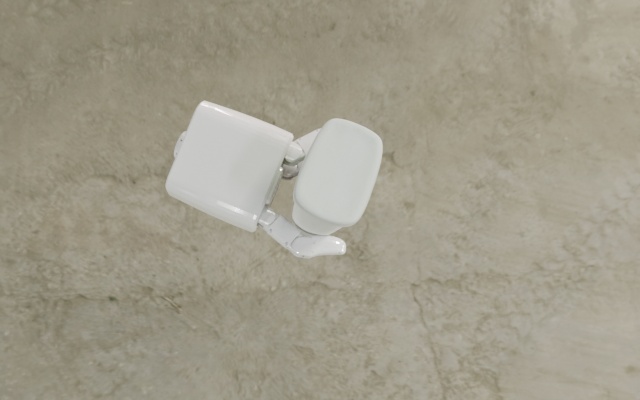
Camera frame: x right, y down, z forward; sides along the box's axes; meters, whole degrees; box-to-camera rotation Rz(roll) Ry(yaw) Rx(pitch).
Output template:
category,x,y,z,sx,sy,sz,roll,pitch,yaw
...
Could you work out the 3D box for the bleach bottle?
category,x,y,z,sx,sy,sz,roll,pitch,yaw
bleach bottle,0.000,0.002,0.545,0.068,0.102,0.251,23,-17,-3
